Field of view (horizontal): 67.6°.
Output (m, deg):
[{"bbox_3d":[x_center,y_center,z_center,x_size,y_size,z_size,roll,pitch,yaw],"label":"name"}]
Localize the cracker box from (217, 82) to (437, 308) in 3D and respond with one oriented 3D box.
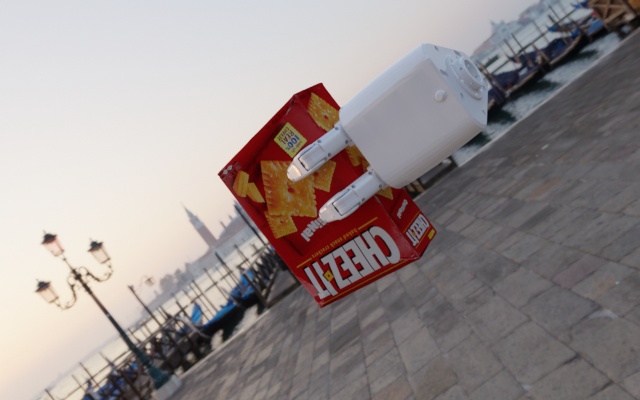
[{"bbox_3d":[0.000,0.002,0.553,0.164,0.214,0.072,-36,2,38],"label":"cracker box"}]
